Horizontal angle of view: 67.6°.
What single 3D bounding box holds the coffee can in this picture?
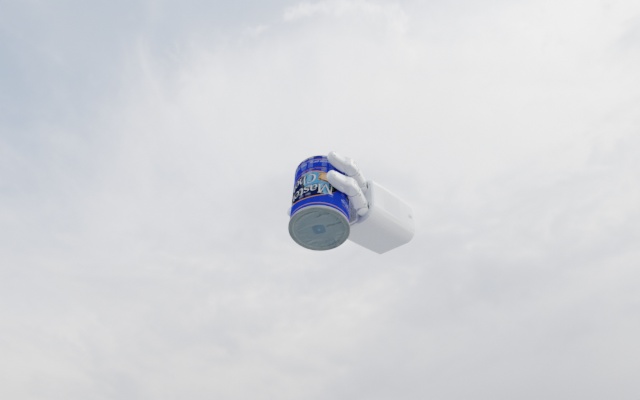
[{"bbox_3d":[0.000,0.003,0.838,0.103,0.103,0.140,0,42,3],"label":"coffee can"}]
